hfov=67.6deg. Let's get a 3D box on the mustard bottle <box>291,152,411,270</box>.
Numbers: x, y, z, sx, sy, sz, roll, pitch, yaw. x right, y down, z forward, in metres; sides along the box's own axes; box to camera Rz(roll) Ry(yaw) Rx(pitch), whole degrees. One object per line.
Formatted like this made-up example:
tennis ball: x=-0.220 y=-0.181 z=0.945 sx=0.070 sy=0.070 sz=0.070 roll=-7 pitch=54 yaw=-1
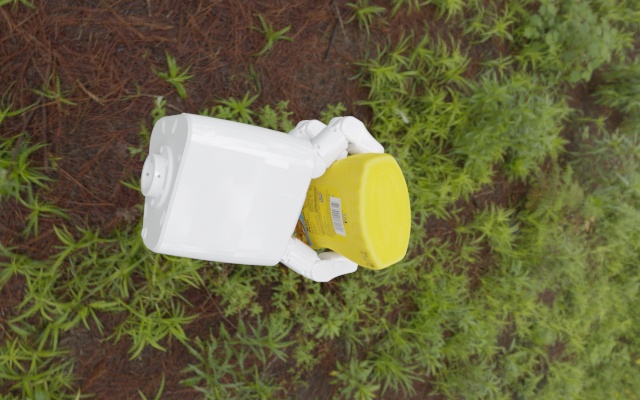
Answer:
mustard bottle: x=0.001 y=0.002 z=0.465 sx=0.058 sy=0.096 sz=0.191 roll=-19 pitch=16 yaw=-32
